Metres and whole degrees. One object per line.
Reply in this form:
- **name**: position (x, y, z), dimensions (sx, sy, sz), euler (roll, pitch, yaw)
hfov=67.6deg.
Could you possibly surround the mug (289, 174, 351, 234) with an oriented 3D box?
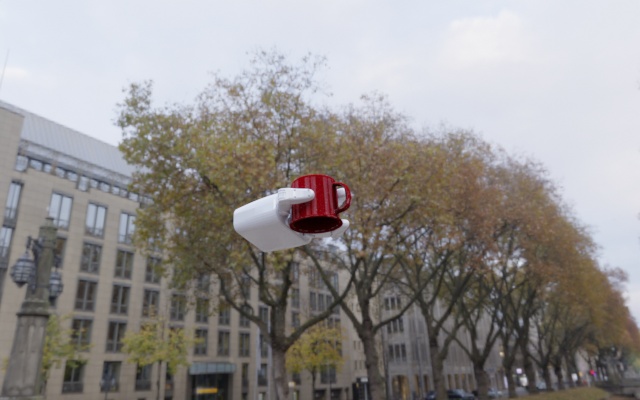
- **mug**: position (0.001, 0.002, 0.831), dimensions (0.117, 0.081, 0.093), euler (-17, -26, 30)
